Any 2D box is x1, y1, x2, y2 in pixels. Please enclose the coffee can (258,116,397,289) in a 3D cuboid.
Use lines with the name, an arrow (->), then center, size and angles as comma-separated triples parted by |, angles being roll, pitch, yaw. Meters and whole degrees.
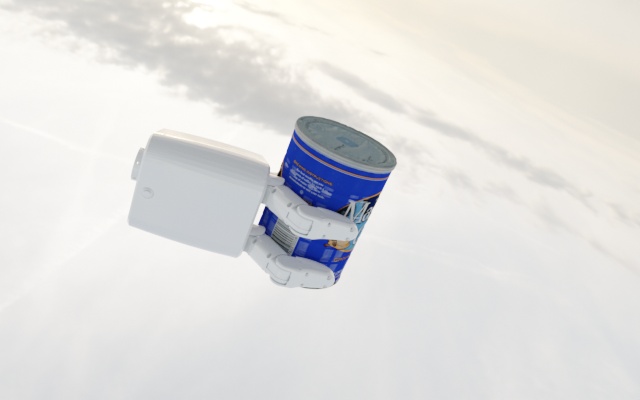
coffee can -> 0.000, 0.001, 0.476 | 0.103, 0.140, 0.102 | 20, 24, -9
